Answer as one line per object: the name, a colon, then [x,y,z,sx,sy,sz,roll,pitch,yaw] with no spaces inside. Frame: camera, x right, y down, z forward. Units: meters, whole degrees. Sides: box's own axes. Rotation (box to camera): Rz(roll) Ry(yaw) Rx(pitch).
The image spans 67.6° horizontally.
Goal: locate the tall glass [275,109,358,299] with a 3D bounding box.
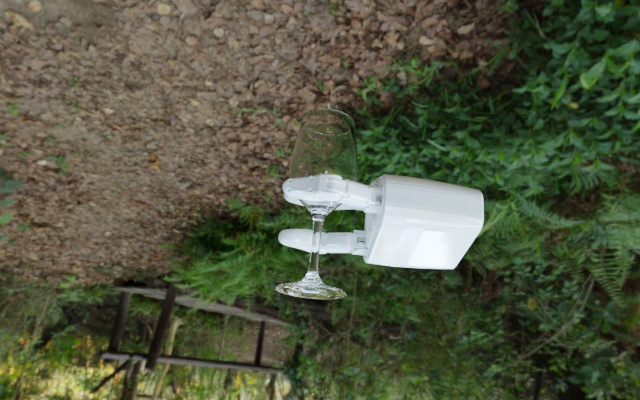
tall glass: [0.000,0.002,0.524,0.079,0.201,0.079,5,-20,2]
